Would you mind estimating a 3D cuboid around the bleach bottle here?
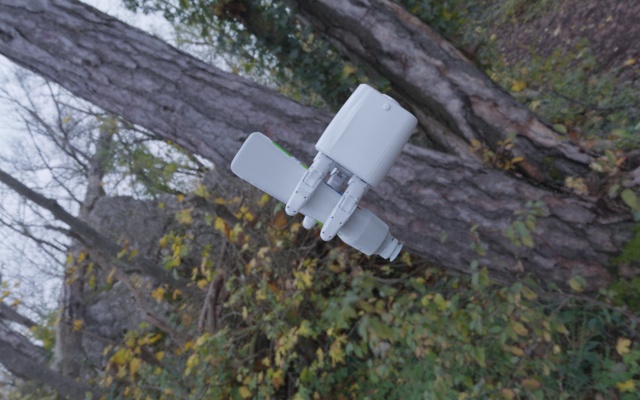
[{"bbox_3d":[0.000,0.002,0.663,0.251,0.068,0.102,34,0,0],"label":"bleach bottle"}]
